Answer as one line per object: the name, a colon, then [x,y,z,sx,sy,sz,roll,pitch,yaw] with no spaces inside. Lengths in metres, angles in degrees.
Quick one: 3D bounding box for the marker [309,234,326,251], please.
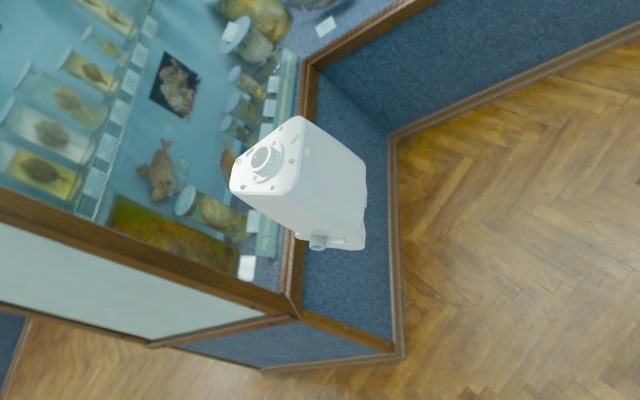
marker: [0.000,0.002,0.582,0.020,0.121,0.020,3,-28,2]
